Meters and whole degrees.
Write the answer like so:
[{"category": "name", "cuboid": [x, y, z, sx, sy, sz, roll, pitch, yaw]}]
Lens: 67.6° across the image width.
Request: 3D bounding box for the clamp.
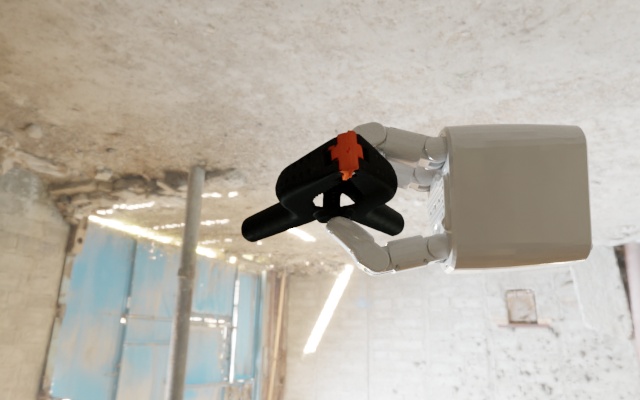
[{"category": "clamp", "cuboid": [0.000, 0.002, 0.402, 0.164, 0.036, 0.210, -5, -18, 1]}]
